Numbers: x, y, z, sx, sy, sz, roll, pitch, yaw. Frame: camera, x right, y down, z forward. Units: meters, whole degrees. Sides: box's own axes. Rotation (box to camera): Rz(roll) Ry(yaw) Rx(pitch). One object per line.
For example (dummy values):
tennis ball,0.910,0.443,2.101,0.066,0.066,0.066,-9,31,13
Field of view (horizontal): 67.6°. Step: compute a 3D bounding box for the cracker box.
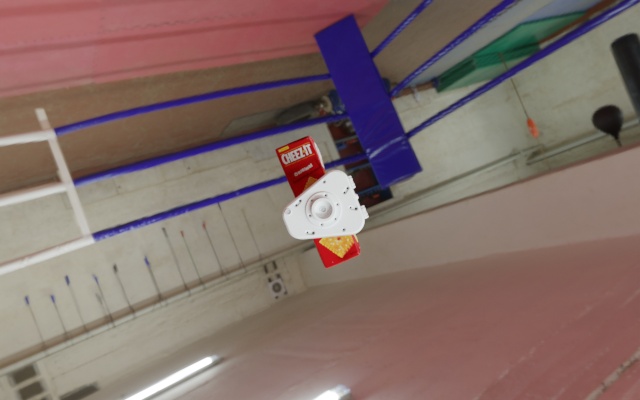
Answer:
cracker box,0.000,0.003,0.854,0.072,0.213,0.164,-22,-2,2
